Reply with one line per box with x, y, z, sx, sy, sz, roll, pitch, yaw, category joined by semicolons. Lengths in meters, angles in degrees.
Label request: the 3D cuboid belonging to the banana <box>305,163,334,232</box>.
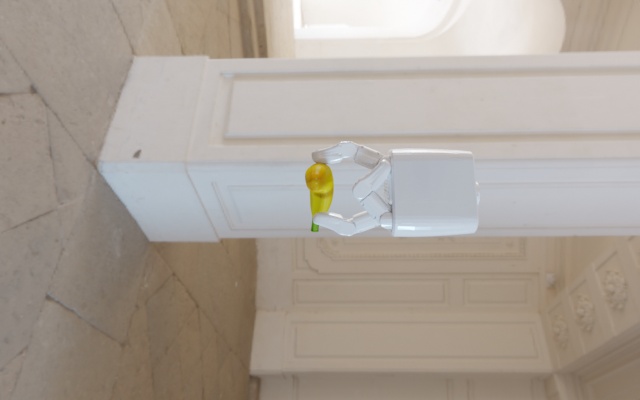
0.000;-0.014;0.670;0.037;0.069;0.198;0;-20;2;banana
